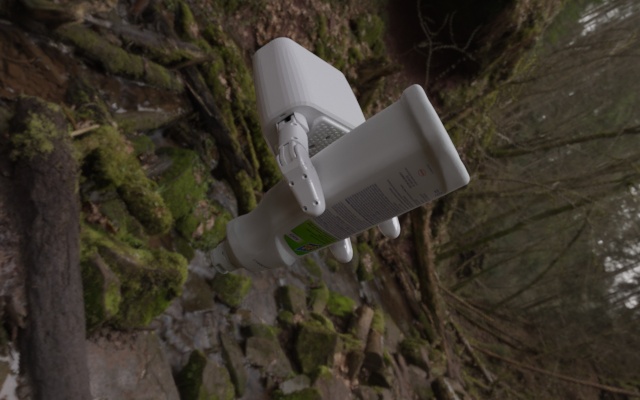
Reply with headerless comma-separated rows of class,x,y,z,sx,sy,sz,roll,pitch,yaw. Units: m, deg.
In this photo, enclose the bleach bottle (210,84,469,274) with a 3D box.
bleach bottle,0.000,0.001,0.436,0.251,0.068,0.103,-28,-39,17
